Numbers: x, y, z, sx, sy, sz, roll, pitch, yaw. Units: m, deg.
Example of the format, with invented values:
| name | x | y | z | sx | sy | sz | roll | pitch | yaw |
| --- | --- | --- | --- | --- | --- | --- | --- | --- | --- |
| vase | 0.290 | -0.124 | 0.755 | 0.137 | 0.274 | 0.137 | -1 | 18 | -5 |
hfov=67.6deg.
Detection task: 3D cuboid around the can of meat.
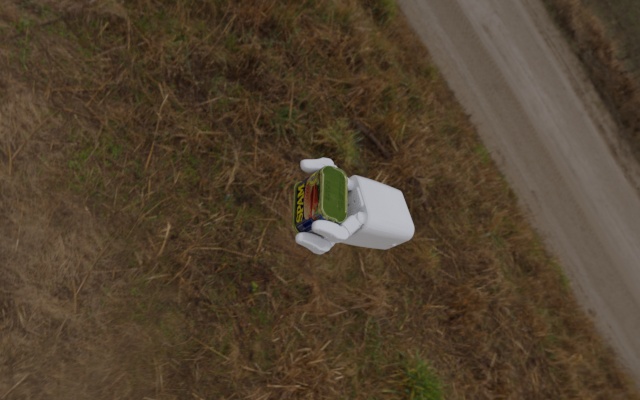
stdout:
| name | x | y | z | sx | sy | sz | roll | pitch | yaw |
| --- | --- | --- | --- | --- | --- | --- | --- | --- | --- |
| can of meat | 0.000 | 0.002 | 0.783 | 0.057 | 0.102 | 0.084 | 17 | -30 | -29 |
